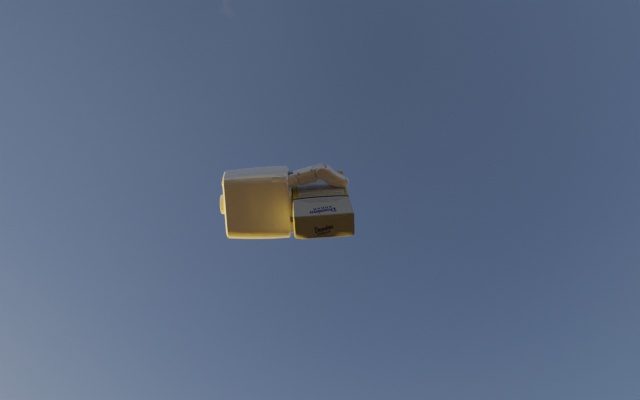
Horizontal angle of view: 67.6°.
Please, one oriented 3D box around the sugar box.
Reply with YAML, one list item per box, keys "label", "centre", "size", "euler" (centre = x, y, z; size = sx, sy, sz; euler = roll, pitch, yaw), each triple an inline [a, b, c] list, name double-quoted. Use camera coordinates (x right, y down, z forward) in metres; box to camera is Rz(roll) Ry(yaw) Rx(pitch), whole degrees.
- label: "sugar box"
  centre: [0.000, 0.003, 0.789]
  size: [0.093, 0.048, 0.176]
  euler: [-4, 27, -2]
